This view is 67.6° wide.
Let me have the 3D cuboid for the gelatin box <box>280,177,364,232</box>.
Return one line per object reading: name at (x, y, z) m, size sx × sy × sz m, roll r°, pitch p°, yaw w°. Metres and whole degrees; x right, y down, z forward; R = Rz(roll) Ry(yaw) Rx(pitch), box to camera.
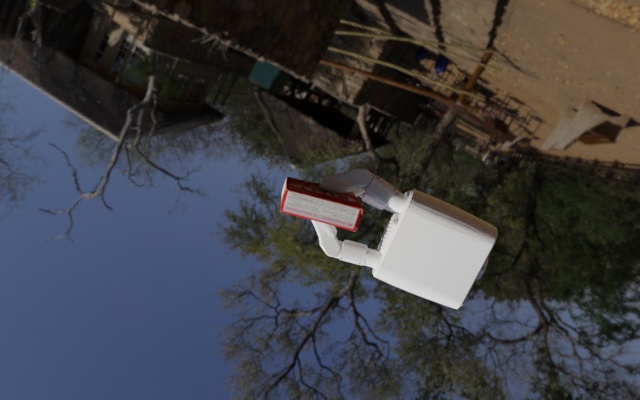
gelatin box at (0.000, 0.002, 0.547) m, size 0.089 × 0.030 × 0.073 m, roll 14°, pitch 12°, yaw -6°
